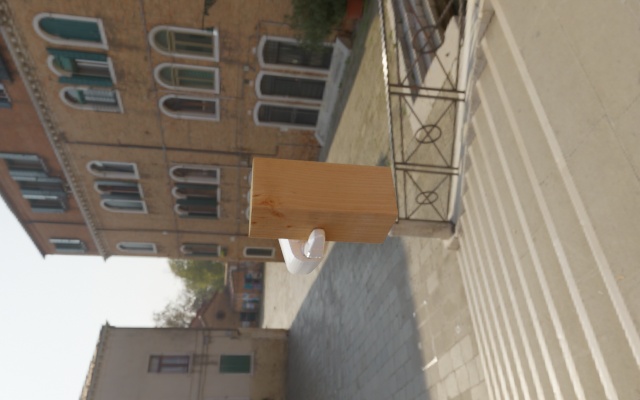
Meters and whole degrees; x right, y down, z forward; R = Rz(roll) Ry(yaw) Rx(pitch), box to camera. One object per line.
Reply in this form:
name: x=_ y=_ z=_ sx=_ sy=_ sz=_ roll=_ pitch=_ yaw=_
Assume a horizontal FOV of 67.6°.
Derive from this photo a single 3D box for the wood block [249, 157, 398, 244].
wood block: x=0.000 y=0.003 z=0.714 sx=0.206 sy=0.090 sz=0.090 roll=3 pitch=-34 yaw=-10
